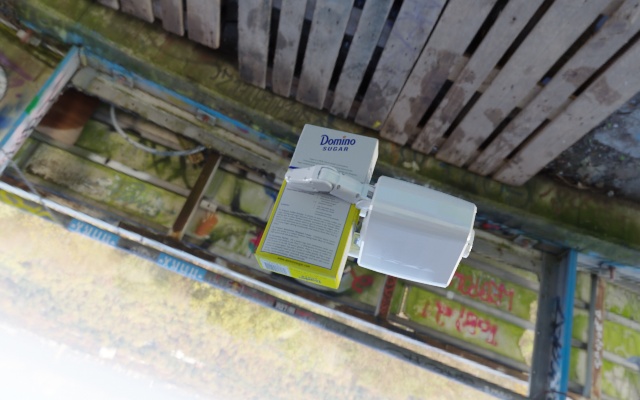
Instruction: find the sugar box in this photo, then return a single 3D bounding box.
[{"bbox_3d":[0.000,0.002,0.543,0.093,0.176,0.048,14,-27,12],"label":"sugar box"}]
